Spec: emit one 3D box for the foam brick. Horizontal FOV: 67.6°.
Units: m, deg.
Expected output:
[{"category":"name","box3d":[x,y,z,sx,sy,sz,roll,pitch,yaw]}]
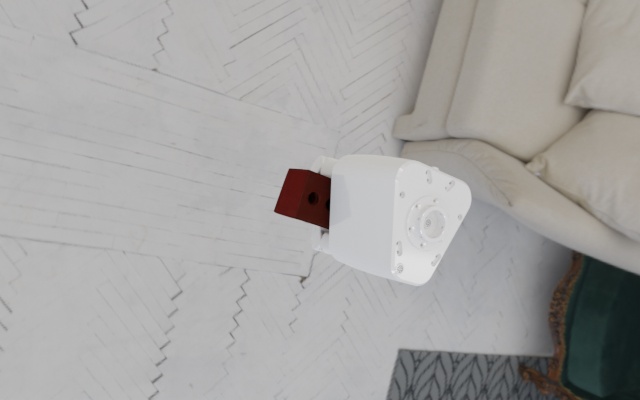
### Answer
[{"category":"foam brick","box3d":[0.000,0.002,0.517,0.078,0.053,0.051,19,-3,-29]}]
